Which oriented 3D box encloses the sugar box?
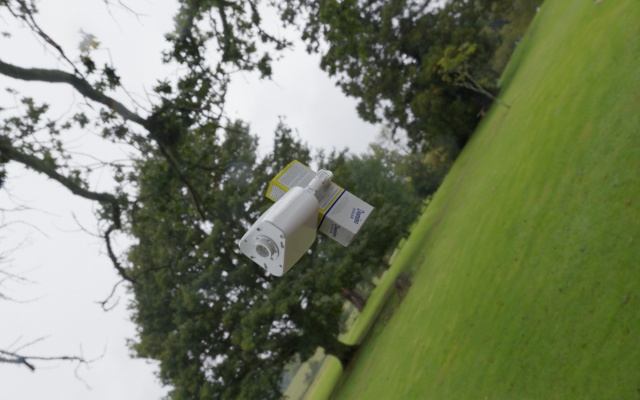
[{"bbox_3d":[0.000,0.003,0.865,0.176,0.048,0.093,34,42,7],"label":"sugar box"}]
